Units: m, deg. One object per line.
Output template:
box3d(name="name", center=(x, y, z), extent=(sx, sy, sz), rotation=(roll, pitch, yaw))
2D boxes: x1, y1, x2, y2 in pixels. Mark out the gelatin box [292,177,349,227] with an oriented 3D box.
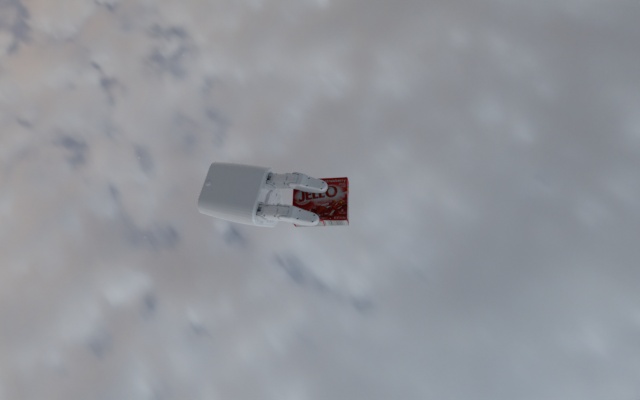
box3d(name="gelatin box", center=(0.001, 0.003, 0.754), extent=(0.089, 0.073, 0.030), rotation=(-2, -22, 8))
